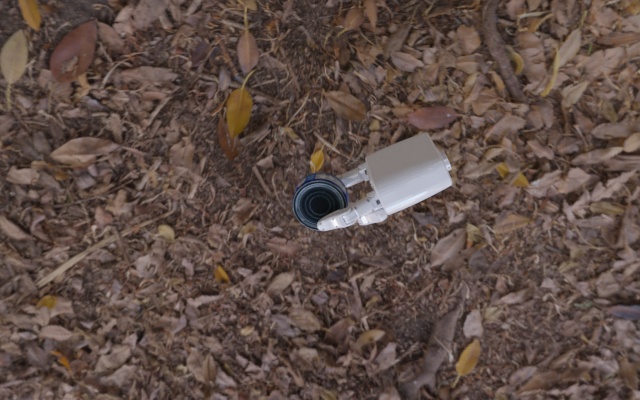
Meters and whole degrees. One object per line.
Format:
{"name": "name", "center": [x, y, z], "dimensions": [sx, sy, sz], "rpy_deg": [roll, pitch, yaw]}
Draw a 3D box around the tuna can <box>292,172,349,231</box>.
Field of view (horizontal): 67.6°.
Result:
{"name": "tuna can", "center": [0.000, 0.003, 0.730], "dimensions": [0.086, 0.086, 0.033], "rpy_deg": [0, 23, 5]}
